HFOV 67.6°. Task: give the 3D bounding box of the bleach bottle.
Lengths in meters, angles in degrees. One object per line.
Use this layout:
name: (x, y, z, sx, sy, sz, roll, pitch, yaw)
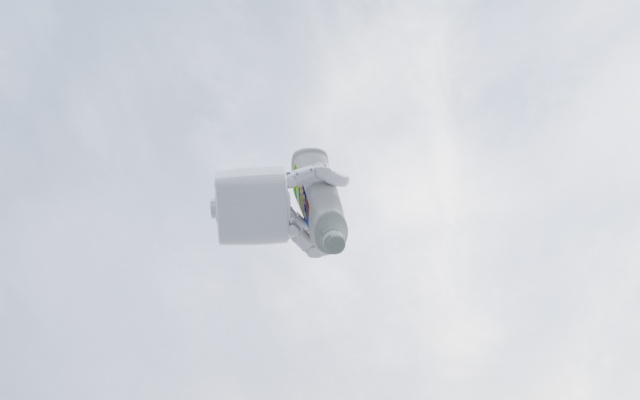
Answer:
bleach bottle: (0.000, 0.003, 0.761, 0.068, 0.103, 0.250, -4, 25, -9)
